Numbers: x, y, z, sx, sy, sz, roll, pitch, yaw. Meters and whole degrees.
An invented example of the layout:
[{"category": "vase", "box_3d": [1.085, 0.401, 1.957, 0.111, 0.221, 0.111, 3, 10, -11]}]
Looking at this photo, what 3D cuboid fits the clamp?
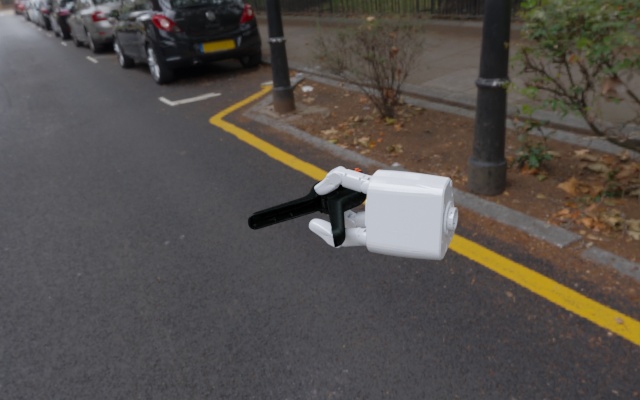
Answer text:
[{"category": "clamp", "box_3d": [0.000, 0.001, 0.739, 0.164, 0.036, 0.210, 6, 29, 27]}]
